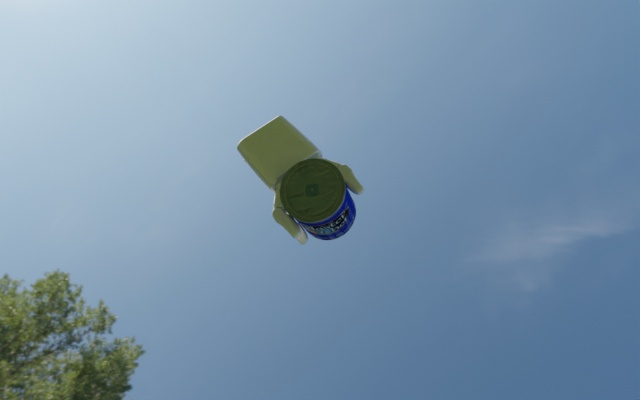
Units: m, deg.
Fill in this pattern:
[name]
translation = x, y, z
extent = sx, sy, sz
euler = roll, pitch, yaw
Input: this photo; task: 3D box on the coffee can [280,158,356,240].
[coffee can]
translation = 0.000, 0.003, 0.793
extent = 0.103, 0.102, 0.140
euler = 0, -16, 11
